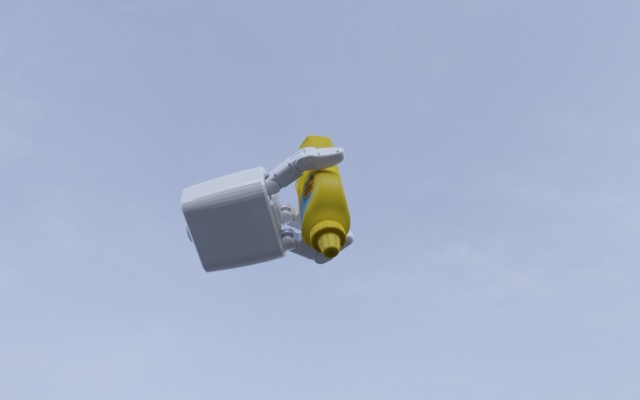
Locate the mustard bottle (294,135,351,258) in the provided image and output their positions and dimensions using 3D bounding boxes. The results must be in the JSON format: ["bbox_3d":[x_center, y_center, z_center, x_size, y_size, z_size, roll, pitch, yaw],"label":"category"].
[{"bbox_3d":[0.000,0.002,0.599,0.058,0.096,0.191,6,34,-12],"label":"mustard bottle"}]
